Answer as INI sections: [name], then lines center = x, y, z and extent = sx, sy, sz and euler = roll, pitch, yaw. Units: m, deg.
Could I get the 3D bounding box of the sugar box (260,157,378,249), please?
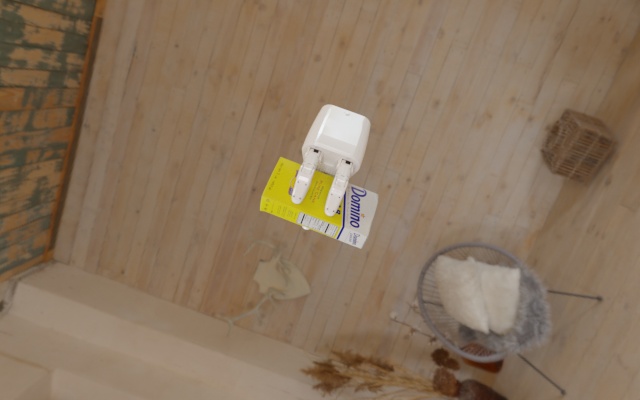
[sugar box]
center = 0.000, 0.002, 0.768
extent = 0.176, 0.093, 0.048
euler = 19, -39, 1
